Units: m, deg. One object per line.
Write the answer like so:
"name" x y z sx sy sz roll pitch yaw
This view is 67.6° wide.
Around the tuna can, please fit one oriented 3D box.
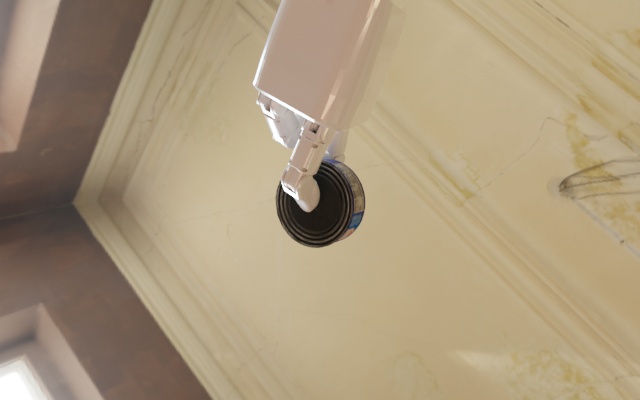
"tuna can" 0.000 0.002 0.470 0.086 0.086 0.034 0 6 30
